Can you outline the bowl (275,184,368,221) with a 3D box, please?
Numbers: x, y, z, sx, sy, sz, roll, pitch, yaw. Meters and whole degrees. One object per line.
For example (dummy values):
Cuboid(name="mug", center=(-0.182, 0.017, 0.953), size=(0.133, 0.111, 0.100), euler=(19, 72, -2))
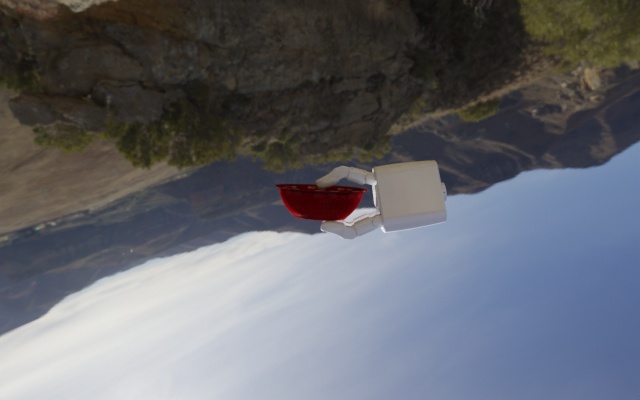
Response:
Cuboid(name="bowl", center=(-0.001, 0.003, 0.836), size=(0.162, 0.055, 0.162), euler=(3, 5, 0))
